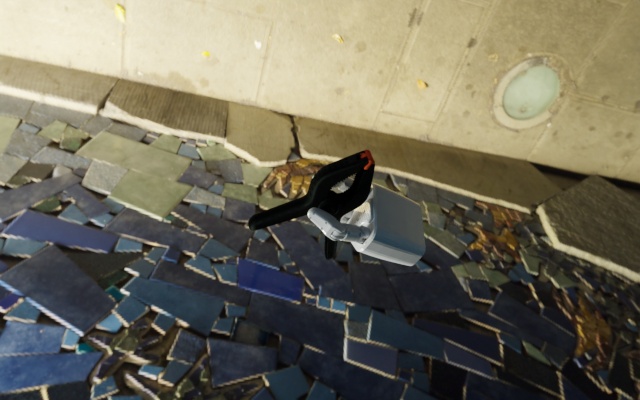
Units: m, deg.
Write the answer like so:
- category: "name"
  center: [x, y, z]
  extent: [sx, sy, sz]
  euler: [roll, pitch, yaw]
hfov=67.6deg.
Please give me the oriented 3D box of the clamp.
- category: "clamp"
  center: [0.001, 0.003, 0.720]
  extent: [0.164, 0.210, 0.036]
  euler: [18, 35, -28]
